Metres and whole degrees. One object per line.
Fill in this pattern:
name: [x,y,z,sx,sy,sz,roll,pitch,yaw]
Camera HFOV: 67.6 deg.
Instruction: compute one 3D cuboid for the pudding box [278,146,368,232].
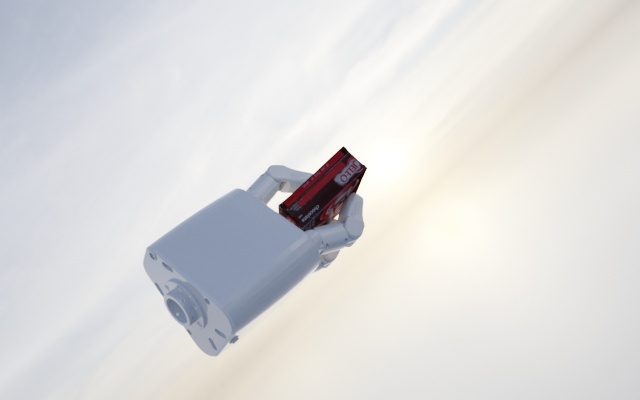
pudding box: [0.000,0.002,0.501,0.090,0.039,0.113,-42,-7,-13]
